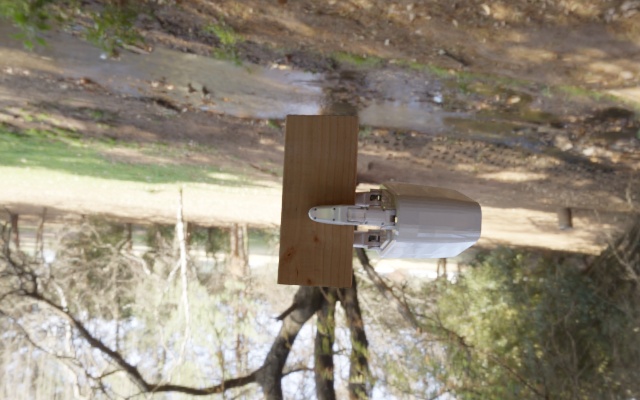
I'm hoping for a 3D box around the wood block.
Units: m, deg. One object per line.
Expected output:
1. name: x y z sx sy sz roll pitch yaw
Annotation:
1. wood block: 0.000 0.002 0.611 0.090 0.206 0.091 2 -4 5
